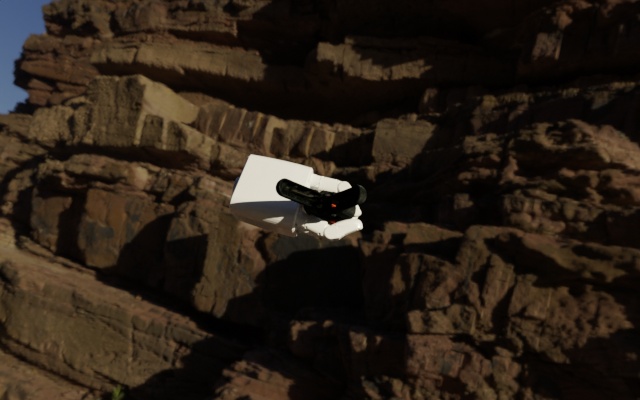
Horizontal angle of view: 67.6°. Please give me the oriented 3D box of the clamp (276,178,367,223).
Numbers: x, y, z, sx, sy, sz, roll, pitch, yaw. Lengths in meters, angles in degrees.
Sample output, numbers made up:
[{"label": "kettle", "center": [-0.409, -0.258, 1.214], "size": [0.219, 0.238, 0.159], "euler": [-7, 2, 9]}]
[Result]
[{"label": "clamp", "center": [0.000, 0.002, 0.692], "size": [0.120, 0.039, 0.171], "euler": [13, -15, 3]}]
